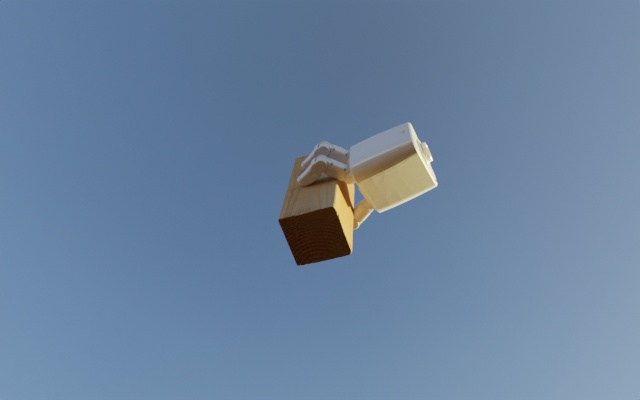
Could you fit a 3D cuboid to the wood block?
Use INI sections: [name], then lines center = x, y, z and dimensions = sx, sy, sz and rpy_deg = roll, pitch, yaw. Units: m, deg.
[wood block]
center = 0.001, 0.003, 0.787
dimensions = 0.090, 0.091, 0.206
rpy_deg = -14, 28, 13
